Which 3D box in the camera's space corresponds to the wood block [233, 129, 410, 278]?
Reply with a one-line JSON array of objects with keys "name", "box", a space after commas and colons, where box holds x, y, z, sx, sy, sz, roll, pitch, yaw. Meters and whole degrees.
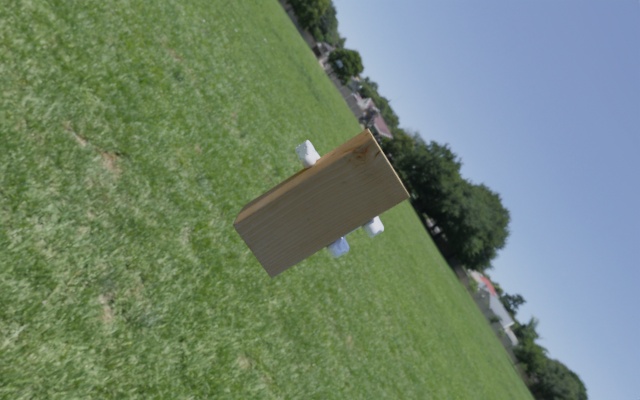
[{"name": "wood block", "box": [0.000, 0.002, 0.631, 0.206, 0.091, 0.090, -32, 13, 10]}]
